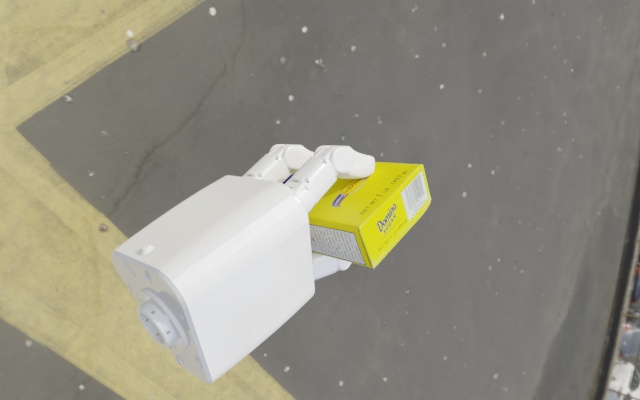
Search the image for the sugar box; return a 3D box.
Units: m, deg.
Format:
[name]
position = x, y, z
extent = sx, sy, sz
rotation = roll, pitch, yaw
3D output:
[sugar box]
position = 0.000, 0.001, 0.432
extent = 0.176, 0.048, 0.093
rotation = 10, 40, 43
